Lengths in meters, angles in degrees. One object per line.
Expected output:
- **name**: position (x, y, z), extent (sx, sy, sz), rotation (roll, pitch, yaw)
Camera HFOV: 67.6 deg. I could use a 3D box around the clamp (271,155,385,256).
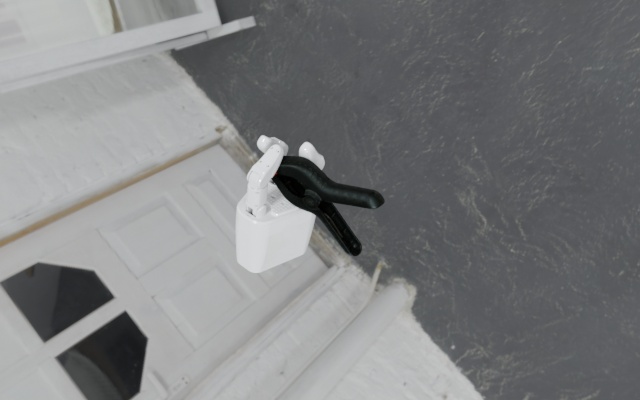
- **clamp**: position (0.000, 0.002, 0.628), extent (0.171, 0.120, 0.039), rotation (31, 44, 23)
